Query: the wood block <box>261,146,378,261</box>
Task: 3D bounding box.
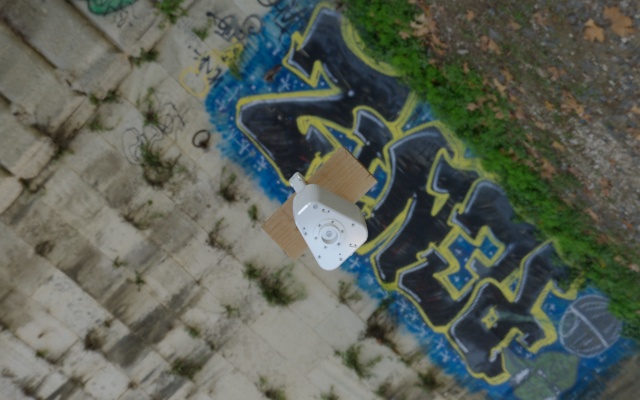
[{"bbox_3d":[0.000,0.003,0.882,0.206,0.091,0.090,-44,0,8],"label":"wood block"}]
